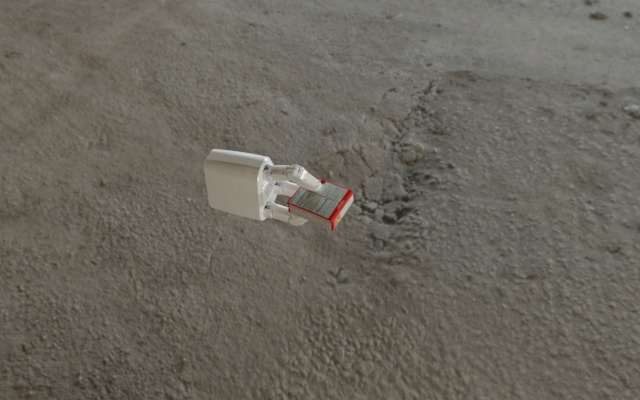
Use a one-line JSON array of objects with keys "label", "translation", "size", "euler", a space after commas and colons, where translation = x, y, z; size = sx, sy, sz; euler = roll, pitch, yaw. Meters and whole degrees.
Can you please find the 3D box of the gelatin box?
[{"label": "gelatin box", "translation": [0.000, 0.002, 0.799], "size": [0.089, 0.073, 0.030], "euler": [21, -36, 23]}]
